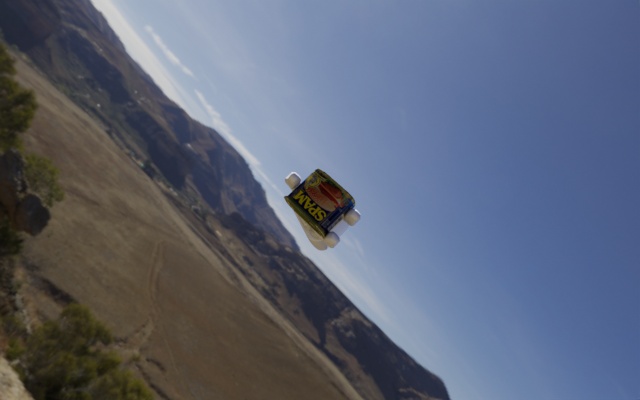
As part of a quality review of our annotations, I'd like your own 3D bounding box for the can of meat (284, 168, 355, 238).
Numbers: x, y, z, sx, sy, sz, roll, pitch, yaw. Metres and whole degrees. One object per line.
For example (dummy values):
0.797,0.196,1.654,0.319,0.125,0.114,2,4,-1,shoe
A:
0.000,0.002,0.855,0.102,0.084,0.057,43,-10,21,can of meat
